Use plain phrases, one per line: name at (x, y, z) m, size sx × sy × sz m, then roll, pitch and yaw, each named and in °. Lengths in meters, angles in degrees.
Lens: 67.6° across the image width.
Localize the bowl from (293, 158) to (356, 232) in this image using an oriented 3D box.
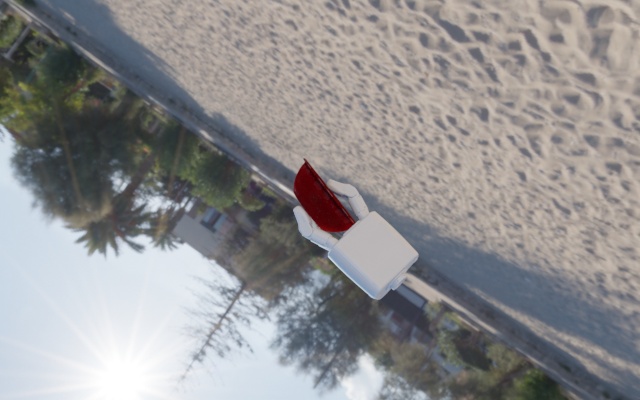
bowl at (-0.001, 0.002, 0.859) m, size 0.055 × 0.162 × 0.162 m, roll -38°, pitch -2°, yaw 3°
